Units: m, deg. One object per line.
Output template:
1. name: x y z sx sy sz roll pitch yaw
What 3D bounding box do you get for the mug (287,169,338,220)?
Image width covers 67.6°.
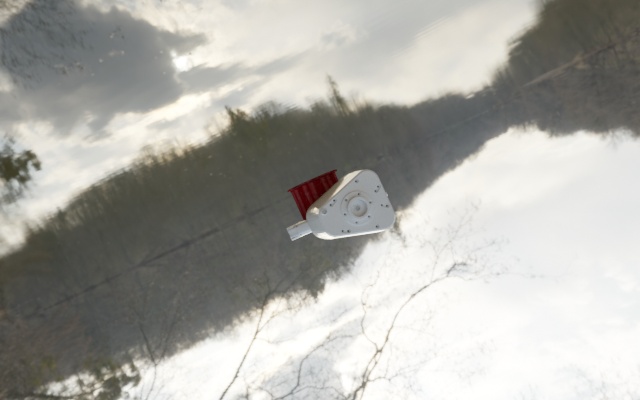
1. mug: 0.000 0.003 0.831 0.093 0.081 0.117 -24 0 -9
